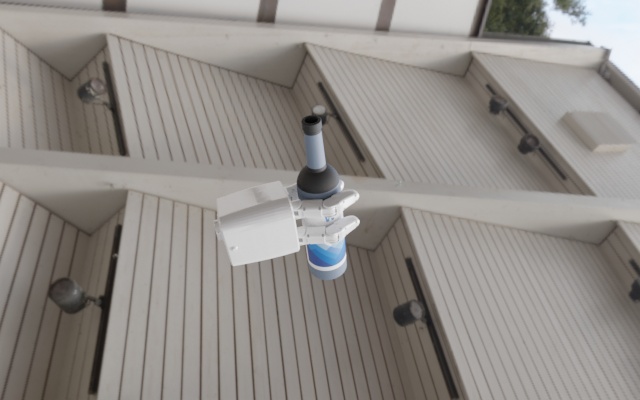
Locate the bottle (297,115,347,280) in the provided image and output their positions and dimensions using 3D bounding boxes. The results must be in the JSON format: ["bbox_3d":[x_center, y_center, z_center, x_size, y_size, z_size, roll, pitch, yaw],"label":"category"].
[{"bbox_3d":[0.000,0.003,0.743,0.069,0.296,0.069,-4,40,3],"label":"bottle"}]
